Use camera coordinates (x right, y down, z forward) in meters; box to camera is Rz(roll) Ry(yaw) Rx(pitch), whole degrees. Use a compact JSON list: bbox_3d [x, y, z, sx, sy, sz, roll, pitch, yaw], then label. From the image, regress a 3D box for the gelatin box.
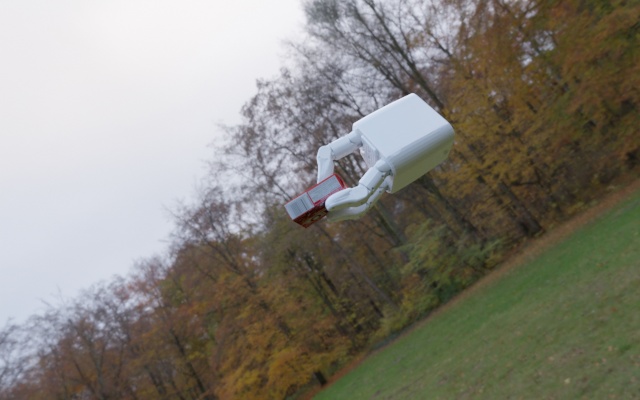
[{"bbox_3d":[0.000,0.002,0.689,0.089,0.030,0.073,-32,-16,5],"label":"gelatin box"}]
